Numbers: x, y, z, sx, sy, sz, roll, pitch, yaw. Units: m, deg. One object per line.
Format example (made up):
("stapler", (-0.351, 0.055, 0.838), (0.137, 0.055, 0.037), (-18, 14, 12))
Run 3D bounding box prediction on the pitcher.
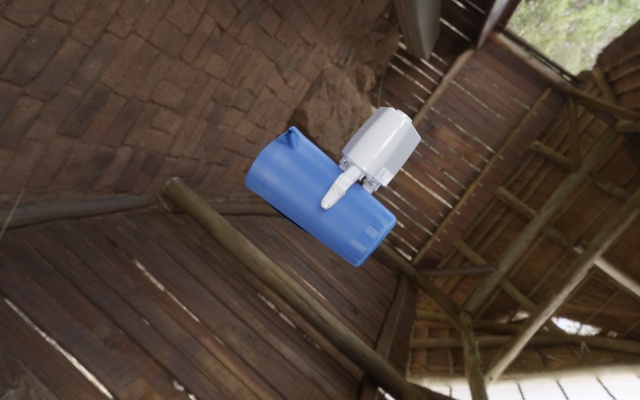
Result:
("pitcher", (0.000, 0.003, 0.815), (0.243, 0.145, 0.149), (39, 6, 8))
